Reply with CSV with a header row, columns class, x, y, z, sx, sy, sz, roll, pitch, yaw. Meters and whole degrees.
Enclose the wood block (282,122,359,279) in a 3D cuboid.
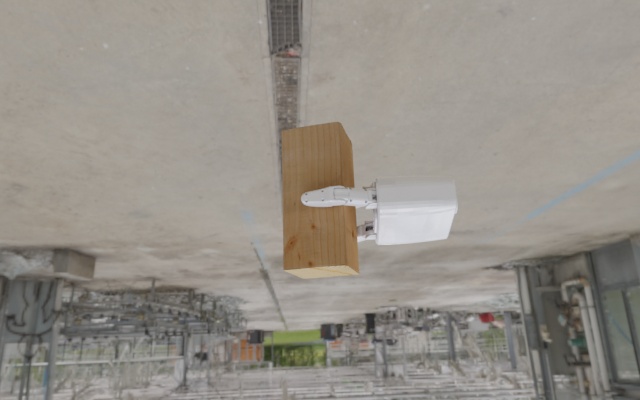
class,x,y,z,sx,sy,sz,roll,pitch,yaw
wood block,0.000,0.002,0.696,0.090,0.206,0.091,-7,-18,14
